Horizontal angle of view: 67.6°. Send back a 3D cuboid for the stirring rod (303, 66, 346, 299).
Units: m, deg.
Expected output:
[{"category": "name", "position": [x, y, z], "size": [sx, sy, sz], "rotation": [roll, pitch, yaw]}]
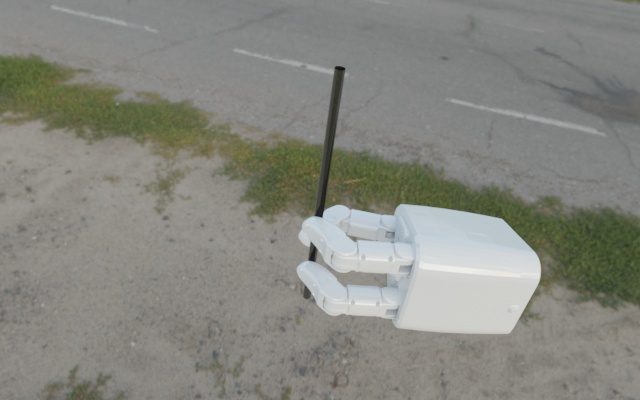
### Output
[{"category": "stirring rod", "position": [0.000, 0.001, 0.412], "size": [0.011, 0.240, 0.011], "rotation": [5, 37, -4]}]
